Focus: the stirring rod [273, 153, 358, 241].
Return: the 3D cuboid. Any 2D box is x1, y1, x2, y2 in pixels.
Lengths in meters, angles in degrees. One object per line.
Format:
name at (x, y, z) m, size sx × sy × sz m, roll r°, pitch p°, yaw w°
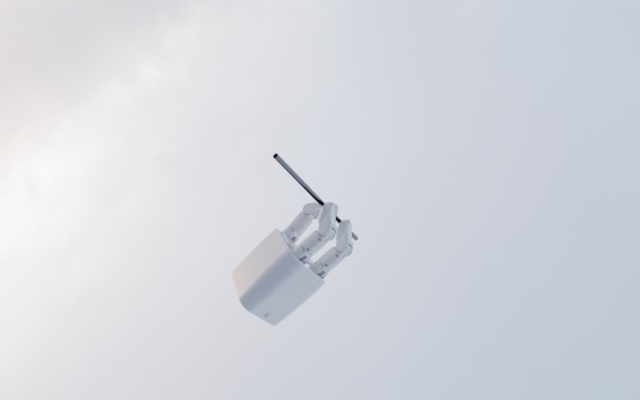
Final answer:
stirring rod at (0.000, 0.002, 0.711) m, size 0.011 × 0.011 × 0.240 m, roll 0°, pitch -31°, yaw 35°
